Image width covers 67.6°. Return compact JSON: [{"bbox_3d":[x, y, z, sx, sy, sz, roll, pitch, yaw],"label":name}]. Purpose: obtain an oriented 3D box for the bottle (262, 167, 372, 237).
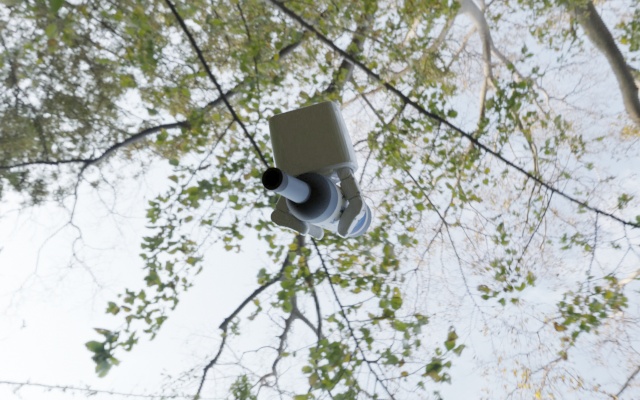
[{"bbox_3d":[0.000,0.002,0.675,0.069,0.069,0.296,0,-11,22],"label":"bottle"}]
